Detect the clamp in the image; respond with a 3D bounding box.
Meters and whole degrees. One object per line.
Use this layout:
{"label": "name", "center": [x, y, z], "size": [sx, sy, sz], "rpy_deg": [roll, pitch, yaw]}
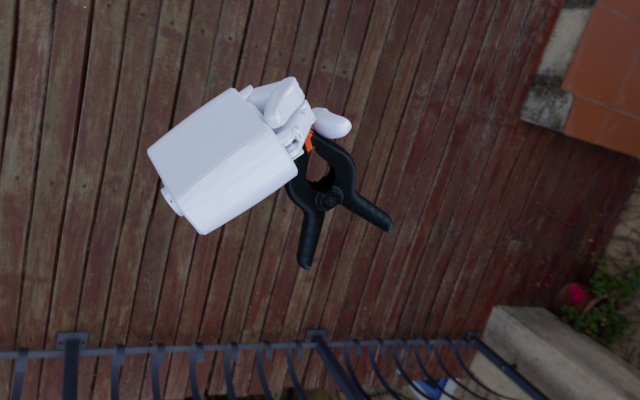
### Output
{"label": "clamp", "center": [0.000, 0.002, 0.524], "size": [0.120, 0.171, 0.039], "rpy_deg": [-35, 31, -4]}
